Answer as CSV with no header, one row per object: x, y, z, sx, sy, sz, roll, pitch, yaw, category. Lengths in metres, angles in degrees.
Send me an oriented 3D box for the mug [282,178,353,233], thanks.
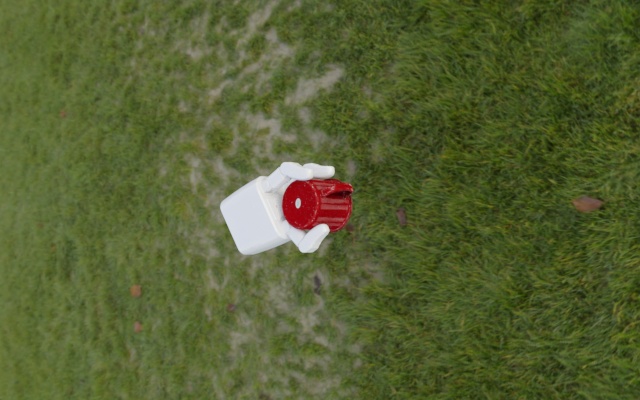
0.001,0.002,0.774,0.117,0.093,0.081,-27,-19,35,mug
